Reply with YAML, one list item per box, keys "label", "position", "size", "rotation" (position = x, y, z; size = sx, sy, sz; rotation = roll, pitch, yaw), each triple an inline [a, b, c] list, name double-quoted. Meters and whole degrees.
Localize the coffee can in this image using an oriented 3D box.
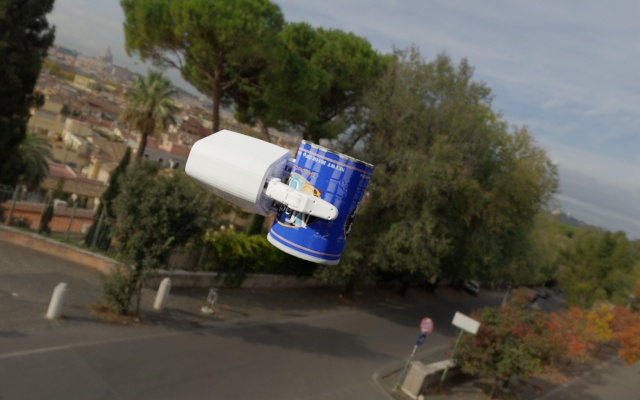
- label: "coffee can"
  position: [0.000, 0.002, 0.640]
  size: [0.103, 0.140, 0.103]
  rotation: [20, 6, -2]
